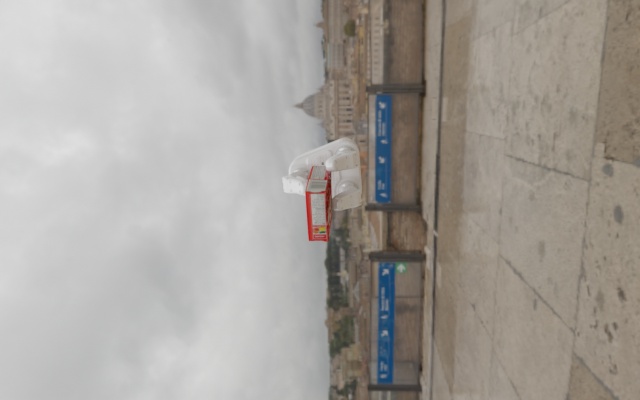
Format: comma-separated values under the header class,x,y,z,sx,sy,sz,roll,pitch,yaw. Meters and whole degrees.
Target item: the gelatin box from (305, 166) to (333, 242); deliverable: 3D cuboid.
class,x,y,z,sx,sy,sz,roll,pitch,yaw
gelatin box,0.000,0.002,0.641,0.030,0.073,0.089,0,26,6
